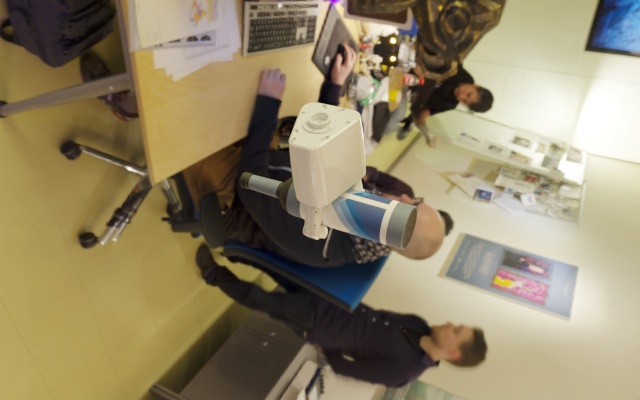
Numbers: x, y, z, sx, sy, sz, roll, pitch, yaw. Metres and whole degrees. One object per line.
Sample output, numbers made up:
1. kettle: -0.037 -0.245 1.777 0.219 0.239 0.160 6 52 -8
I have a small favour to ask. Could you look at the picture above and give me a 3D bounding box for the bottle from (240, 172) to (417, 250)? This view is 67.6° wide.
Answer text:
1. bottle: 0.000 0.003 0.752 0.295 0.069 0.069 16 6 23
